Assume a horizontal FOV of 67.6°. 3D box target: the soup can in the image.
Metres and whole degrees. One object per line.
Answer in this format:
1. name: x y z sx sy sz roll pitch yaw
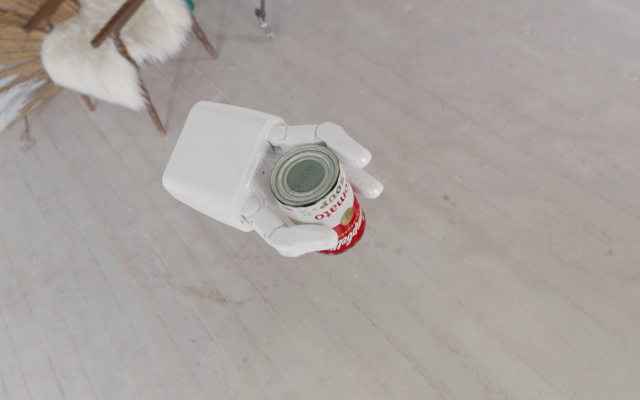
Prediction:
1. soup can: 0.000 0.002 0.460 0.068 0.068 0.102 0 -30 20
